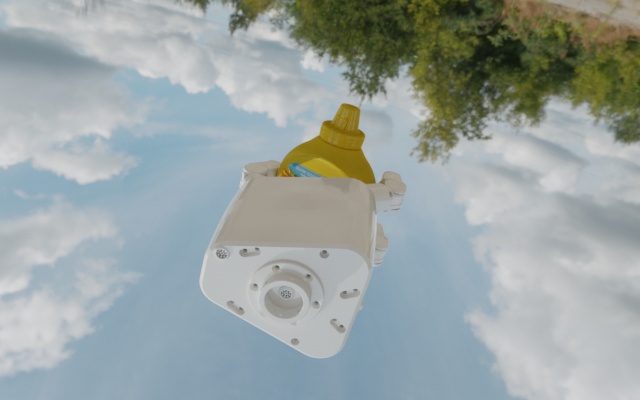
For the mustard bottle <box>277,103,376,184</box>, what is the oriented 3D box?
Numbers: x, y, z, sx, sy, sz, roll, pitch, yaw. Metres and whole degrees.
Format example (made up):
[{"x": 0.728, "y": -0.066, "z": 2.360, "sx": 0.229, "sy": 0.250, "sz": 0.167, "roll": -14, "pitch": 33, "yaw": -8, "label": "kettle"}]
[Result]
[{"x": 0.000, "y": 0.002, "z": 0.456, "sx": 0.096, "sy": 0.192, "sz": 0.058, "roll": 26, "pitch": 25, "yaw": 20, "label": "mustard bottle"}]
